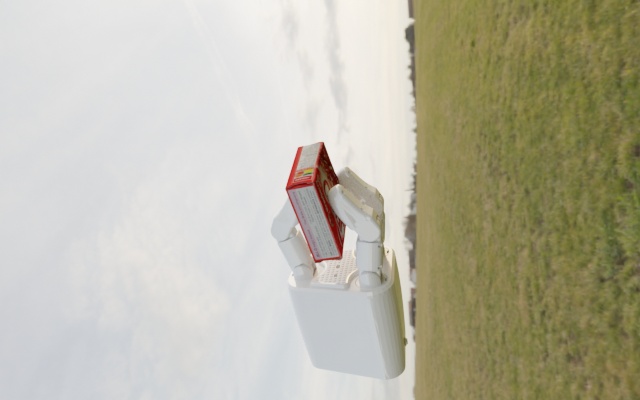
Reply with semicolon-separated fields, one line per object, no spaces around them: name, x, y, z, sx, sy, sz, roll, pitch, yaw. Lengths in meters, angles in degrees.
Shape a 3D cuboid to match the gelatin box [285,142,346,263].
gelatin box;0.000;0.001;0.446;0.030;0.089;0.073;-11;33;16
